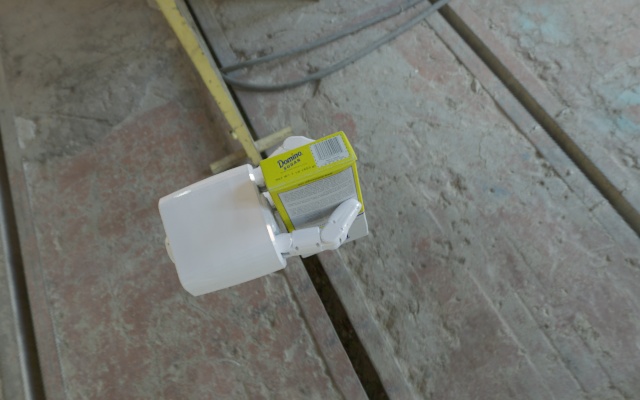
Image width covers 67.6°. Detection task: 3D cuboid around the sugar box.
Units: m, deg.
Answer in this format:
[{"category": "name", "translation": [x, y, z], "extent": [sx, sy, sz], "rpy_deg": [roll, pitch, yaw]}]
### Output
[{"category": "sugar box", "translation": [0.000, 0.001, 0.543], "extent": [0.093, 0.048, 0.176], "rpy_deg": [-20, -27, -2]}]
